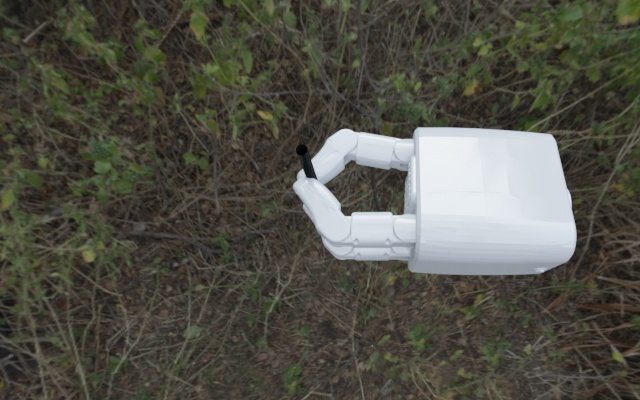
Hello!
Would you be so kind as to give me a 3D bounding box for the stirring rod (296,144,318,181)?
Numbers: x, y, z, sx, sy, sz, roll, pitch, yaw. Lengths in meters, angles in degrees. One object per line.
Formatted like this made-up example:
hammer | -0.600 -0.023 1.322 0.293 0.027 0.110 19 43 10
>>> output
stirring rod | 0.000 0.001 0.429 0.011 0.011 0.240 0 -17 6
